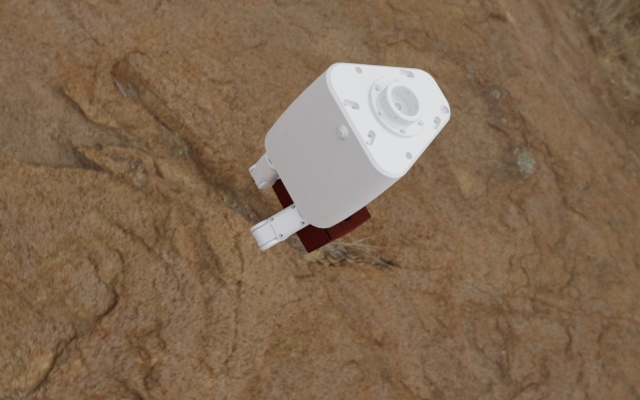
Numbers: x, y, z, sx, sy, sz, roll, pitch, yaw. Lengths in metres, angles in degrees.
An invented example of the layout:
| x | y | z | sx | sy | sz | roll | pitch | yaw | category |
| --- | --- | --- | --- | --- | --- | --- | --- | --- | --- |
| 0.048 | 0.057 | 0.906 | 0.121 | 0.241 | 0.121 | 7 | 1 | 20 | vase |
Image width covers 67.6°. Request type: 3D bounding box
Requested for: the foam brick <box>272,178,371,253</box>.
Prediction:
| x | y | z | sx | sy | sz | roll | pitch | yaw | category |
| --- | --- | --- | --- | --- | --- | --- | --- | --- | --- |
| 0.000 | 0.002 | 0.455 | 0.053 | 0.078 | 0.051 | -26 | -5 | -34 | foam brick |
